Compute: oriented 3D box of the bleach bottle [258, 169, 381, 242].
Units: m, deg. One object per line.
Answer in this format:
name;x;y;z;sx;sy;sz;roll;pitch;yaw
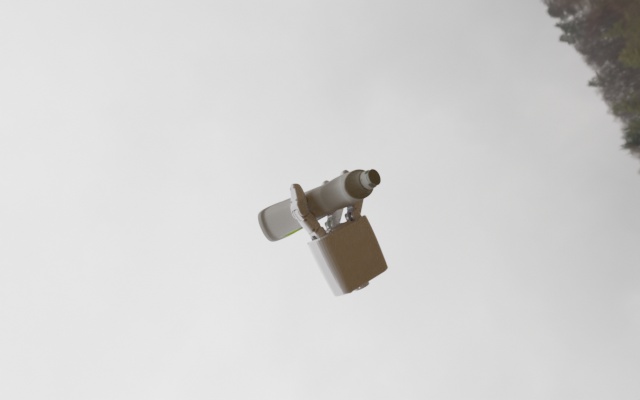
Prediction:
bleach bottle;0.000;0.003;0.840;0.251;0.068;0.102;-25;0;45
